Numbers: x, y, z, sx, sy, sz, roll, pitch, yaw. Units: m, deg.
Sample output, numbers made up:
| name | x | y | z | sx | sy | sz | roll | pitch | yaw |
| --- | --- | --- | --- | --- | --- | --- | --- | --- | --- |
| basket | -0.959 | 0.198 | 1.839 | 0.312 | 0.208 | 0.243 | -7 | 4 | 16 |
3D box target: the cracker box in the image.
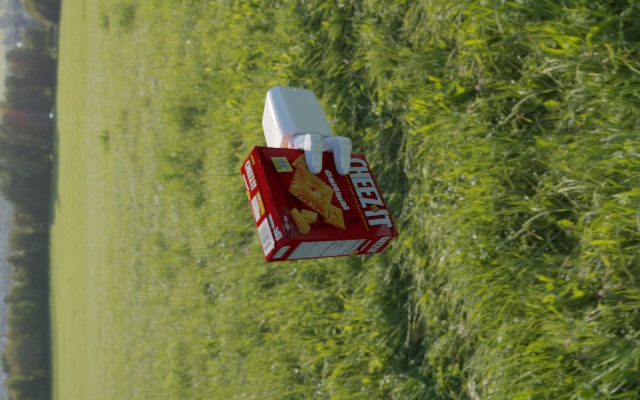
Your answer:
| name | x | y | z | sx | sy | sz | roll | pitch | yaw |
| --- | --- | --- | --- | --- | --- | --- | --- | --- | --- |
| cracker box | 0.000 | 0.003 | 0.743 | 0.214 | 0.164 | 0.072 | 0 | -32 | -35 |
